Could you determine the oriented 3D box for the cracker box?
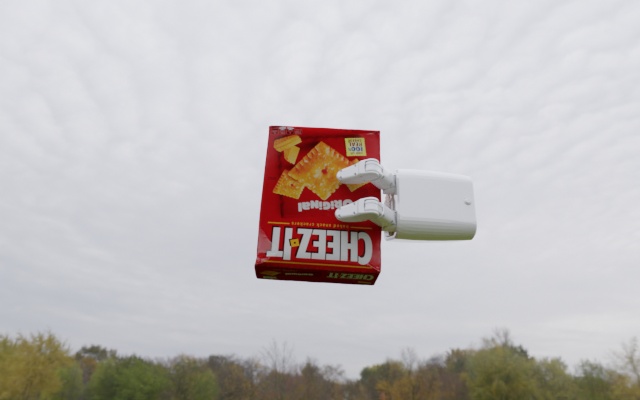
[{"bbox_3d":[0.000,0.002,0.665,0.164,0.213,0.072,3,-24,-1],"label":"cracker box"}]
